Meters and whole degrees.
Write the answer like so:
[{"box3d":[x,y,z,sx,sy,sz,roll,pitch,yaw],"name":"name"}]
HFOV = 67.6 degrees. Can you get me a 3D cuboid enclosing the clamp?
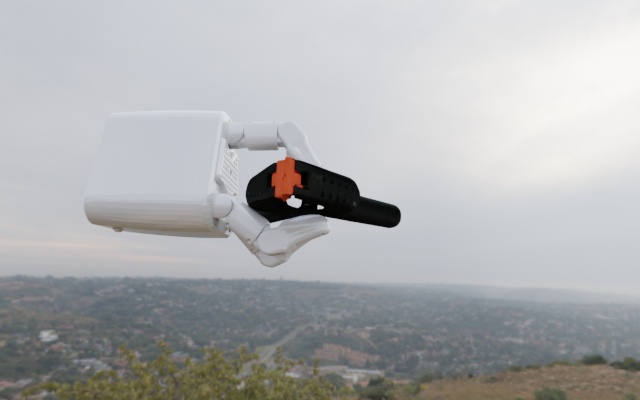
[{"box3d":[0.000,0.001,0.429,0.164,0.036,0.210,1,-10,2],"name":"clamp"}]
